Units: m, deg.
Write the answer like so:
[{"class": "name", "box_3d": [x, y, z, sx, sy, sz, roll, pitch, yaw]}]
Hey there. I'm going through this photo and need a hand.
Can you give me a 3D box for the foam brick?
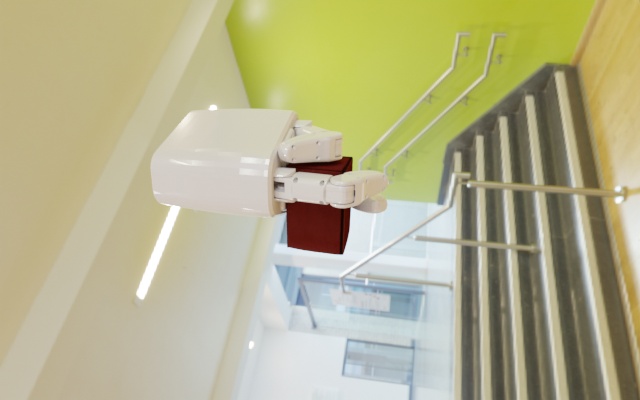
[{"class": "foam brick", "box_3d": [0.000, 0.002, 0.430, 0.051, 0.078, 0.053, 4, 20, 9]}]
